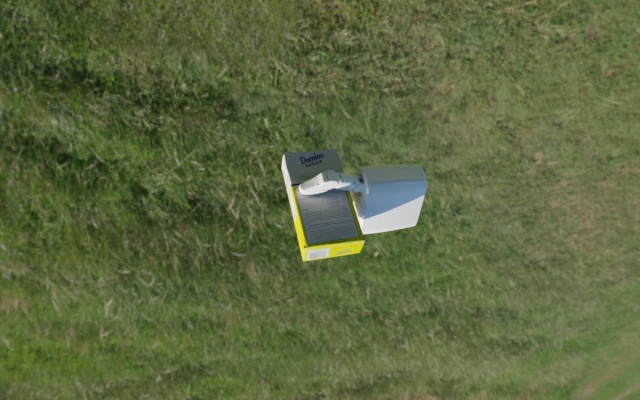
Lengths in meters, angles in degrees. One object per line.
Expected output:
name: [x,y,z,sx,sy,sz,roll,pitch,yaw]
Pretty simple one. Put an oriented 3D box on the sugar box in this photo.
sugar box: [0.000,0.003,0.749,0.093,0.176,0.048,-6,-34,-13]
